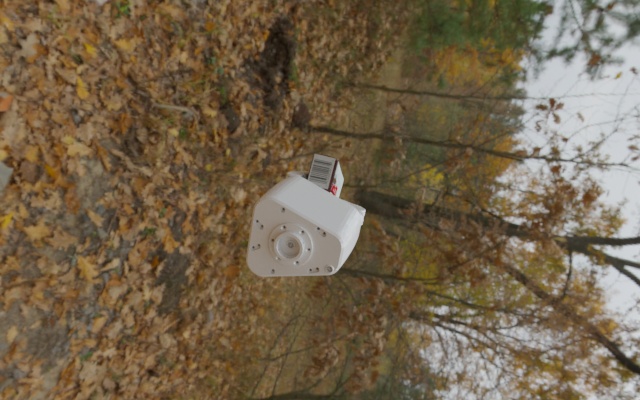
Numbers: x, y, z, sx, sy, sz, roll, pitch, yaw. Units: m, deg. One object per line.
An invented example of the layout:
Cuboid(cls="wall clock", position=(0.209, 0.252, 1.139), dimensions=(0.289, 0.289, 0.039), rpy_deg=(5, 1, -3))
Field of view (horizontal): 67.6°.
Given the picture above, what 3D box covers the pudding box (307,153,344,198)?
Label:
Cuboid(cls="pudding box", position=(0.000, 0.002, 0.674), dimensions=(0.039, 0.113, 0.090), rpy_deg=(14, -12, 11))
